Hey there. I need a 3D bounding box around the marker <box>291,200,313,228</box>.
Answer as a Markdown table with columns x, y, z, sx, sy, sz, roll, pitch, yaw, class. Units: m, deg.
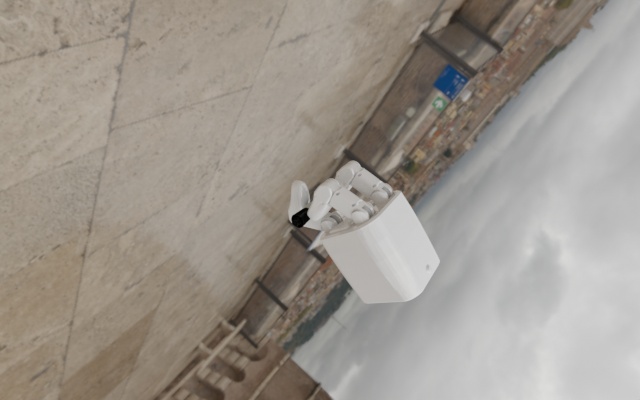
| x | y | z | sx | sy | sz | roll | pitch | yaw | class |
| --- | --- | --- | --- | --- | --- | --- | --- | --- | --- |
| 0.000 | 0.002 | 0.621 | 0.020 | 0.020 | 0.121 | 0 | 25 | 34 | marker |
